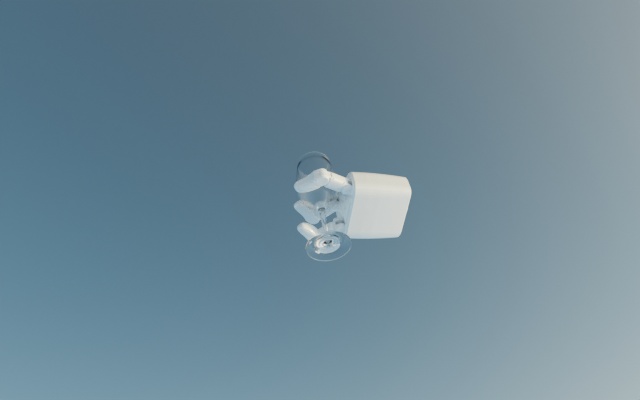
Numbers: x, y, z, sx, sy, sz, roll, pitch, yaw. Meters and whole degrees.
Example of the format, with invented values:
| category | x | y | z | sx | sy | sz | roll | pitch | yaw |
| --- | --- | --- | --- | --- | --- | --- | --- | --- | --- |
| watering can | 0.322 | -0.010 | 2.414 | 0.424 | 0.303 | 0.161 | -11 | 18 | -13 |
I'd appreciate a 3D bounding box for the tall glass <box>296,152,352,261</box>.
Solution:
| category | x | y | z | sx | sy | sz | roll | pitch | yaw |
| --- | --- | --- | --- | --- | --- | --- | --- | --- | --- |
| tall glass | 0.000 | 0.003 | 0.825 | 0.079 | 0.200 | 0.079 | -6 | -44 | -6 |
